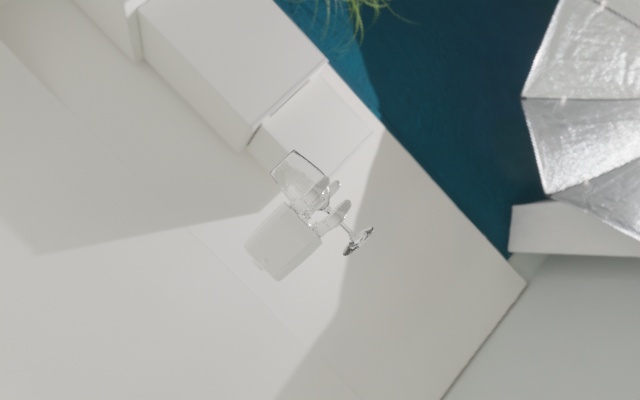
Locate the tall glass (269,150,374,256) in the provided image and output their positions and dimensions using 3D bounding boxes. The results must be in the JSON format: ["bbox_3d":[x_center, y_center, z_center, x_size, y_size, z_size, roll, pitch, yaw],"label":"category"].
[{"bbox_3d":[0.001,0.003,0.849,0.079,0.201,0.079,-42,7,7],"label":"tall glass"}]
